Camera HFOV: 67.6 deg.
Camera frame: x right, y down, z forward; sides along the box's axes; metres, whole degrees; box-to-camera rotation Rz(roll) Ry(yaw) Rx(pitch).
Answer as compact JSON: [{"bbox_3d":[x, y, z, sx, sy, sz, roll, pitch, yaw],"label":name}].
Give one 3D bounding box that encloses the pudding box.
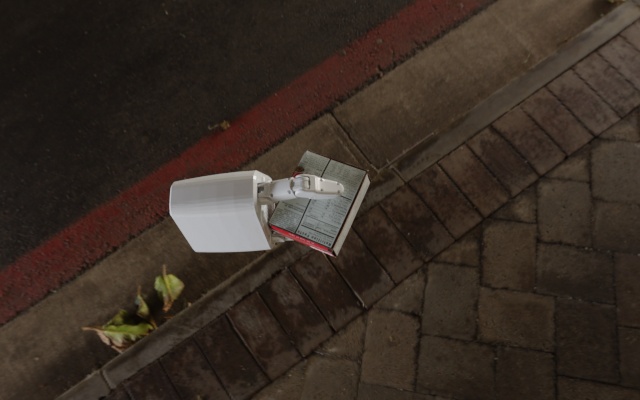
[{"bbox_3d":[0.000,0.002,0.591,0.090,0.113,0.039,21,-14,16],"label":"pudding box"}]
